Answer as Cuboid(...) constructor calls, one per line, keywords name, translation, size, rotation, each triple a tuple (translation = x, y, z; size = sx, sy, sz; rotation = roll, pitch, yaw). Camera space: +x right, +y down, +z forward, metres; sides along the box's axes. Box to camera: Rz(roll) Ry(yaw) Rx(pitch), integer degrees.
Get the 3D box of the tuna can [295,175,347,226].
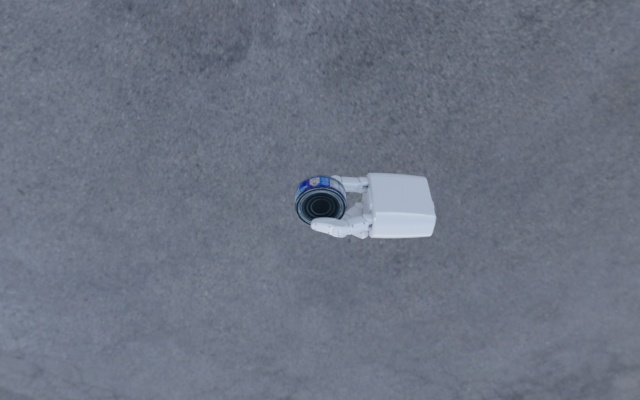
Cuboid(name="tuna can", translation=(0.000, 0.003, 0.780), size=(0.086, 0.086, 0.033), rotation=(0, 38, -2))
